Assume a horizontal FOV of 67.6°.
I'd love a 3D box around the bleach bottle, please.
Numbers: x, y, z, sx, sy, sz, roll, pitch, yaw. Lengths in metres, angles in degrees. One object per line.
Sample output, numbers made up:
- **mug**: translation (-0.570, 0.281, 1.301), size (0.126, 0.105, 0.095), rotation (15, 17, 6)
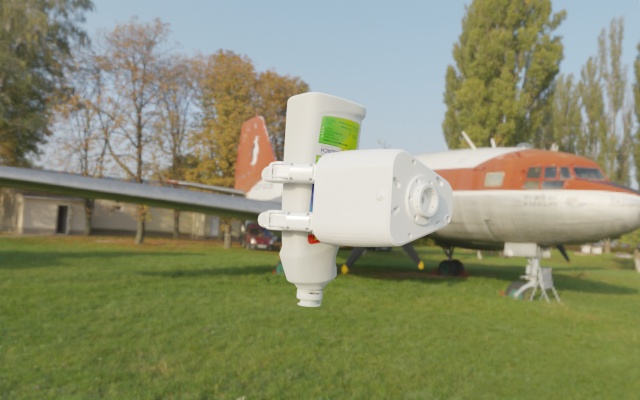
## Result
- **bleach bottle**: translation (0.000, 0.002, 0.589), size (0.102, 0.251, 0.068), rotation (6, -4, -42)
